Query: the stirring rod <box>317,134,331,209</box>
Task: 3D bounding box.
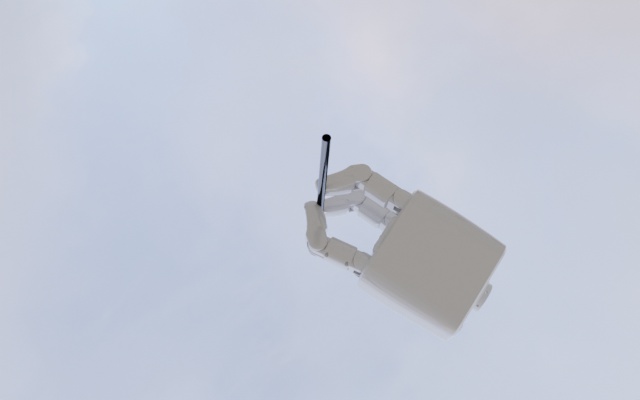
[{"bbox_3d":[0.000,0.002,0.508,0.011,0.011,0.240,0,-27,-3],"label":"stirring rod"}]
